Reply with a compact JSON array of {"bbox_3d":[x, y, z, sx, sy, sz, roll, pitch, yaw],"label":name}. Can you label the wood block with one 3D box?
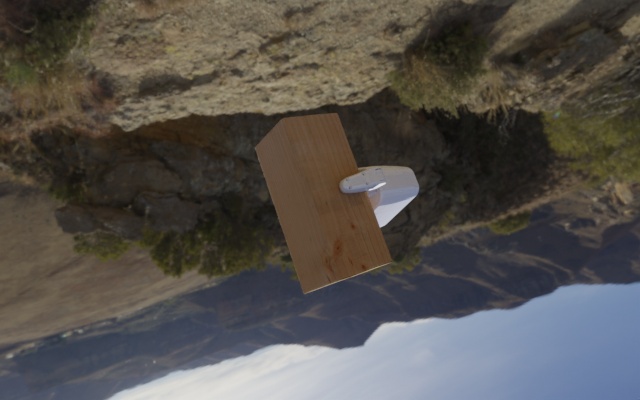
[{"bbox_3d":[0.001,0.002,0.616,0.090,0.206,0.091,-13,-12,-35],"label":"wood block"}]
